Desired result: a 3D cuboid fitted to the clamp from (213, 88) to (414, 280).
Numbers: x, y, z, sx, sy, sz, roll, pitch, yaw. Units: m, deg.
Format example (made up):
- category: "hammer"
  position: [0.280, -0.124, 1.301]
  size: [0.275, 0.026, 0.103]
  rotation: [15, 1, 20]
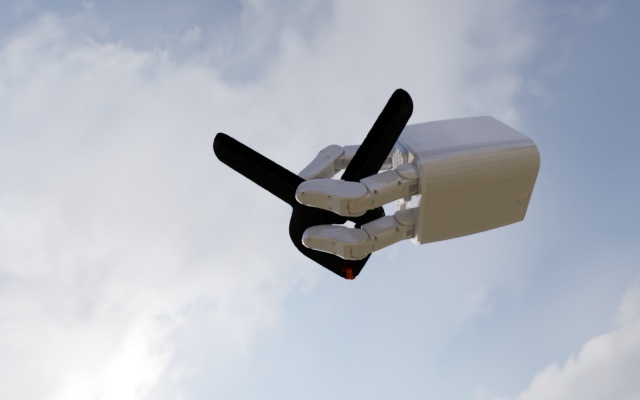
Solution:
- category: "clamp"
  position: [0.000, 0.001, 0.443]
  size: [0.164, 0.210, 0.036]
  rotation: [-8, 42, -2]
